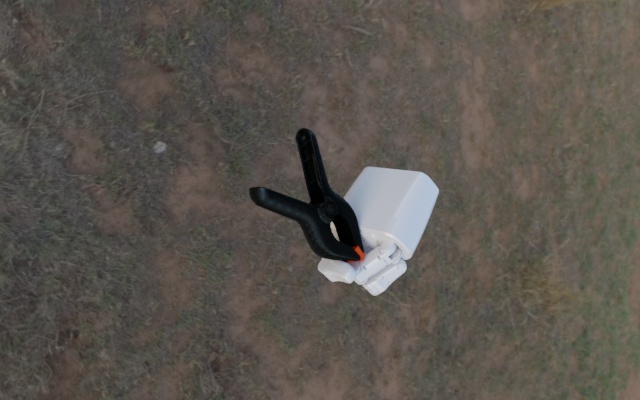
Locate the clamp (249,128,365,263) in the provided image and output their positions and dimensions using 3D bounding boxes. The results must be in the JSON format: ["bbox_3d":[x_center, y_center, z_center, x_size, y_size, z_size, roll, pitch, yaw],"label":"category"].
[{"bbox_3d":[0.001,0.002,0.560,0.039,0.120,0.171,-4,-42,47],"label":"clamp"}]
